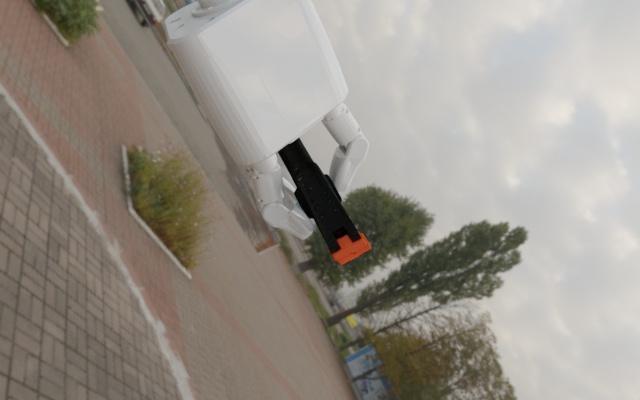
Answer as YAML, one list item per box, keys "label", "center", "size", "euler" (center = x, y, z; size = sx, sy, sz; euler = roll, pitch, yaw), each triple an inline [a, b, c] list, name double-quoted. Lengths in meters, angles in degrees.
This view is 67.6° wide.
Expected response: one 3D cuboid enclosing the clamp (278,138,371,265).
- label: "clamp"
  center: [0.001, 0.001, 0.447]
  size: [0.036, 0.165, 0.210]
  euler: [-30, 37, -1]
